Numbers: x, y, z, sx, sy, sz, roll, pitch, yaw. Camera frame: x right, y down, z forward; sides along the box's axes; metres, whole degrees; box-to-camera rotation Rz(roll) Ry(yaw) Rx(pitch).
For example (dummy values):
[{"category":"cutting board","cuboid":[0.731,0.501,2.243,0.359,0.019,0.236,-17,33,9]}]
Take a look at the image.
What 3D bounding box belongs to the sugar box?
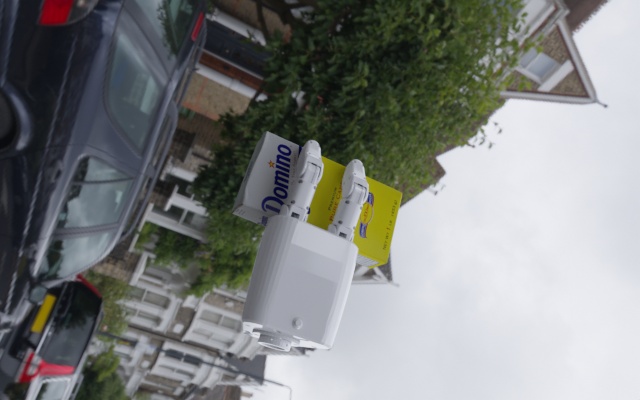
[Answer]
[{"category":"sugar box","cuboid":[0.000,0.002,0.535,0.176,0.093,0.048,23,-24,-18]}]
